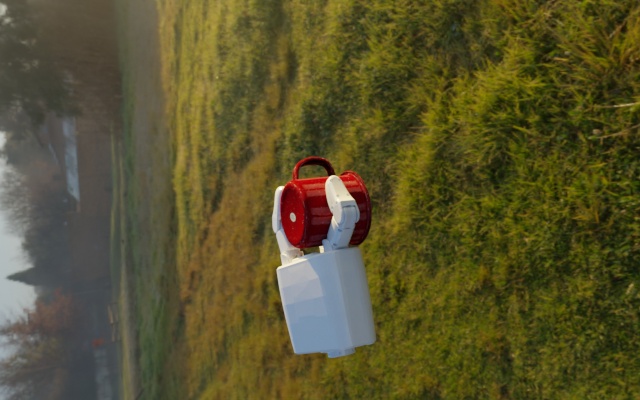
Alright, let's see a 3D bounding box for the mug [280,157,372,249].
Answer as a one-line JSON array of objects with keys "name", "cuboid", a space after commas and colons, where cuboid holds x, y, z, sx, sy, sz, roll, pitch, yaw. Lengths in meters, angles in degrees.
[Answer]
[{"name": "mug", "cuboid": [0.000, 0.001, 0.576, 0.081, 0.117, 0.093, -6, -15, -26]}]
